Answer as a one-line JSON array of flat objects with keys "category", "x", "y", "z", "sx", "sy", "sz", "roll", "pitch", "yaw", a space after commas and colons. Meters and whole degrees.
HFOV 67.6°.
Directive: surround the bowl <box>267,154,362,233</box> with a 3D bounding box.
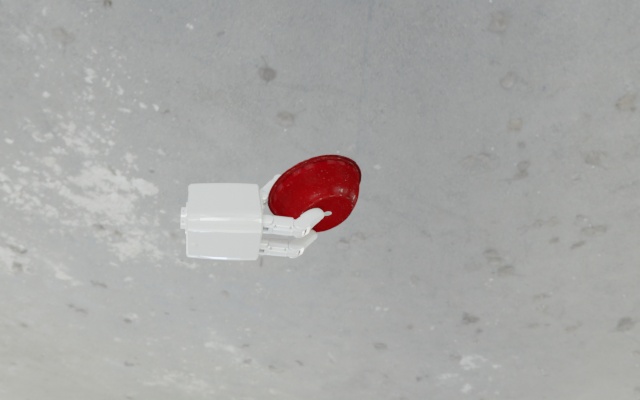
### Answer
[{"category": "bowl", "x": 0.002, "y": 0.002, "z": 0.763, "sx": 0.162, "sy": 0.055, "sz": 0.162, "roll": -16, "pitch": -36, "yaw": -12}]
